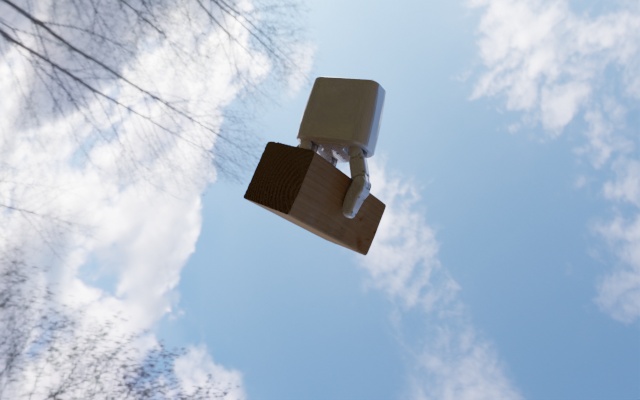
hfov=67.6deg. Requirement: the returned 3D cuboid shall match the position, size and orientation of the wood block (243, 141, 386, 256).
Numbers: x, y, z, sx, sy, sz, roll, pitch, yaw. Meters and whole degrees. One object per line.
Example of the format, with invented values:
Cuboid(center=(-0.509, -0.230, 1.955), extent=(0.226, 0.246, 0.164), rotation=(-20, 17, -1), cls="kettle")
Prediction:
Cuboid(center=(0.001, 0.002, 0.699), extent=(0.091, 0.090, 0.206), rotation=(17, -9, 39), cls="wood block")
